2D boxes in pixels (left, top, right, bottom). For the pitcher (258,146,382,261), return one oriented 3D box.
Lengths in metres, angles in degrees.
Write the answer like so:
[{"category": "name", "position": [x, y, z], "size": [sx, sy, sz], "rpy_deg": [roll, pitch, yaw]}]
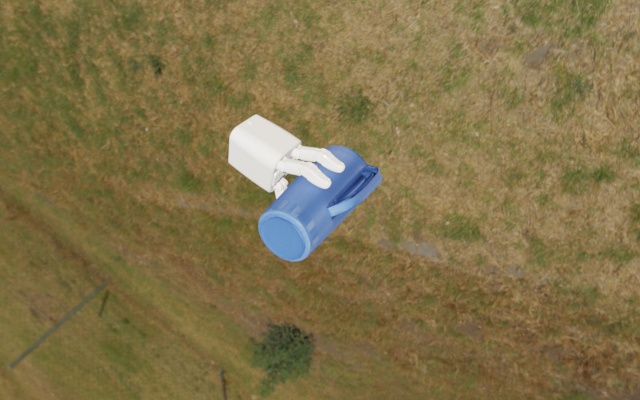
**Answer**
[{"category": "pitcher", "position": [0.000, 0.003, 0.897], "size": [0.145, 0.149, 0.242], "rpy_deg": [34, 43, 9]}]
